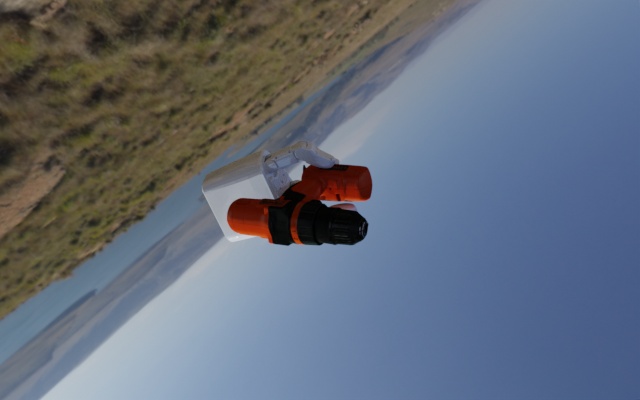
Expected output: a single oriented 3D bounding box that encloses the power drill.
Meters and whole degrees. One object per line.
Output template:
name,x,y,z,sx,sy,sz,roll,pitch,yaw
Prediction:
power drill,0.000,0.002,0.623,0.184,0.057,0.187,6,21,27
